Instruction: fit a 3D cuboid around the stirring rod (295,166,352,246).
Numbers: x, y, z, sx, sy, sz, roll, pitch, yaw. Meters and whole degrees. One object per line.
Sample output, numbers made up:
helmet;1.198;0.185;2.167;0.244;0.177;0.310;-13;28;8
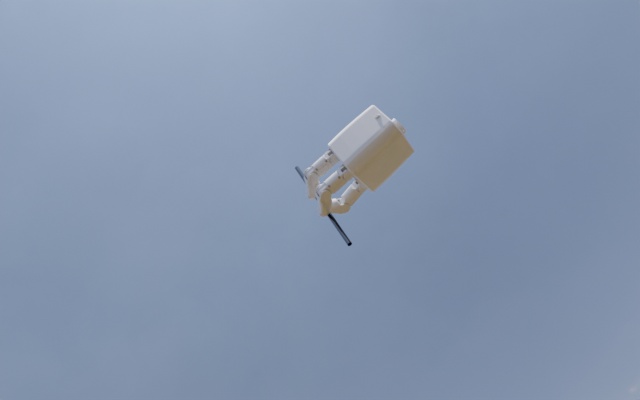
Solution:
stirring rod;0.000;0.003;0.849;0.011;0.011;0.239;0;34;-28
